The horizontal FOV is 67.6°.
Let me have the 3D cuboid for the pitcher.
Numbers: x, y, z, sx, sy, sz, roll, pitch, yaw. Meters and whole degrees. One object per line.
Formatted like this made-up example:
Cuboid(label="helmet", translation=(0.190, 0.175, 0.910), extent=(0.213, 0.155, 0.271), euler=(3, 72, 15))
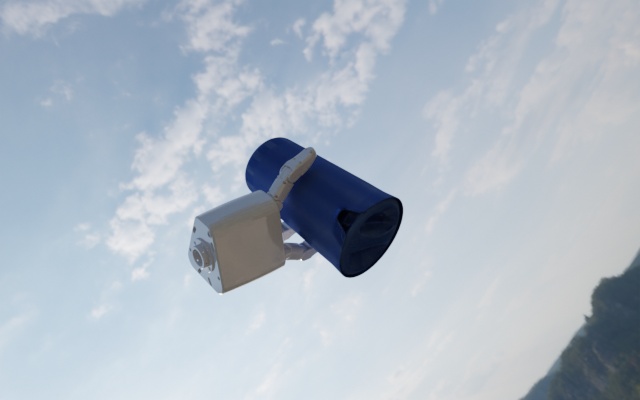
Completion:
Cuboid(label="pitcher", translation=(0.000, 0.002, 0.740), extent=(0.145, 0.149, 0.242), euler=(-26, 47, -36))
